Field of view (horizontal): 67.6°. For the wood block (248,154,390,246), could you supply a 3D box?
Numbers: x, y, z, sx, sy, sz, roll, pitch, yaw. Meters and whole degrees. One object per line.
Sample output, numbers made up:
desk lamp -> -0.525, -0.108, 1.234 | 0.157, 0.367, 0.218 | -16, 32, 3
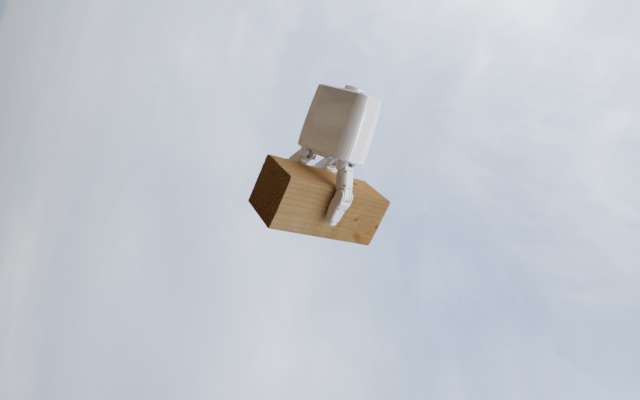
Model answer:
wood block -> 0.001, 0.002, 0.789 | 0.206, 0.090, 0.090 | 13, 20, -36
